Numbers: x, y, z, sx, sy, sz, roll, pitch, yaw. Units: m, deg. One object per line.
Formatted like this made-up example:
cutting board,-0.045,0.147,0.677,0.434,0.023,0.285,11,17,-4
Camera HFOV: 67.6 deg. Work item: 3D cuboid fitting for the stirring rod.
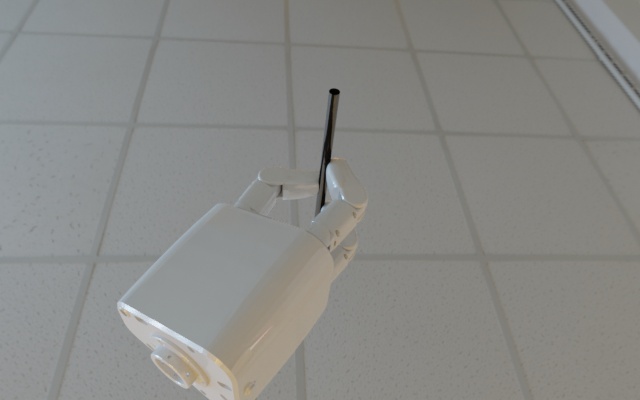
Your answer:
stirring rod,0.000,0.001,0.430,0.011,0.011,0.240,0,-41,-6
